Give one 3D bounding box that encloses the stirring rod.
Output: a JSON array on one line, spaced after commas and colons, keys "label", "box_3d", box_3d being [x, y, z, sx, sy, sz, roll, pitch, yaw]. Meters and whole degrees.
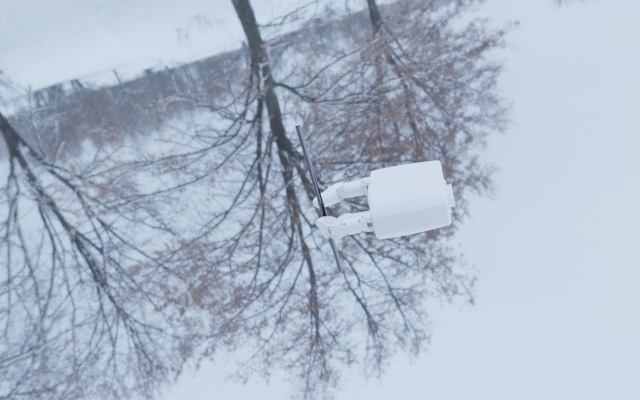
[{"label": "stirring rod", "box_3d": [0.000, 0.002, 0.720, 0.011, 0.240, 0.011, -15, 20, 5]}]
